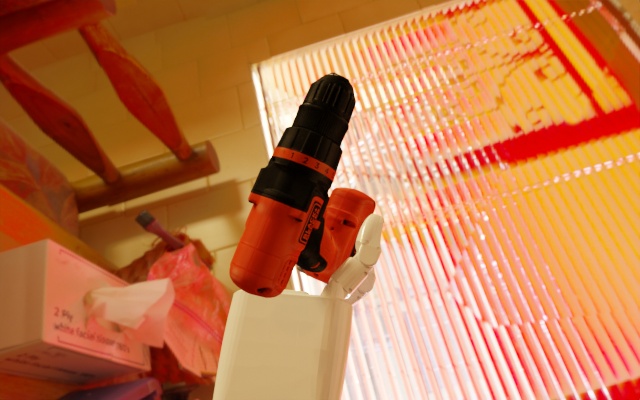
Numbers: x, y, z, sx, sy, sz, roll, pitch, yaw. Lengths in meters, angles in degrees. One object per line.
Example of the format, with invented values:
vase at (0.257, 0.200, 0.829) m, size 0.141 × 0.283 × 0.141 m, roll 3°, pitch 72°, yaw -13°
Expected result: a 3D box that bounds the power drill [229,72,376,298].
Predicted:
power drill at (0.000, 0.002, 0.436) m, size 0.057 × 0.184 × 0.188 m, roll 21°, pitch -7°, yaw 22°
